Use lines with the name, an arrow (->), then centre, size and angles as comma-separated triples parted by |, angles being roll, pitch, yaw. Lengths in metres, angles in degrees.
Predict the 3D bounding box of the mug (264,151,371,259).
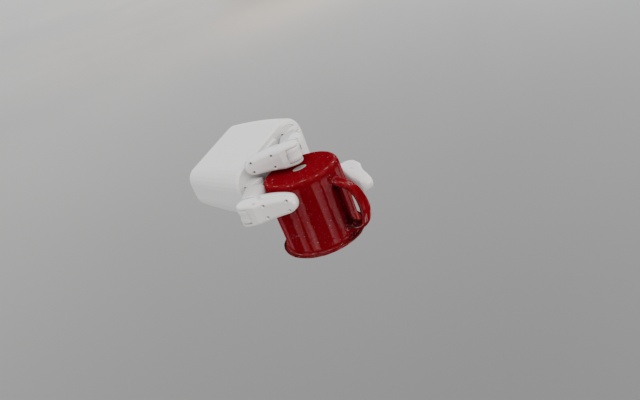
mug -> 0.001, 0.002, 0.492 | 0.117, 0.081, 0.093 | 5, 35, 44
